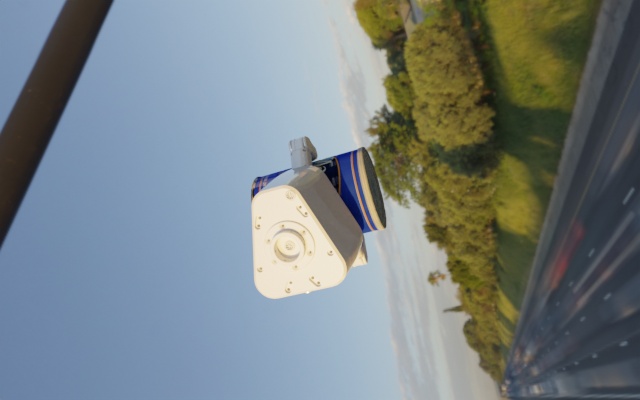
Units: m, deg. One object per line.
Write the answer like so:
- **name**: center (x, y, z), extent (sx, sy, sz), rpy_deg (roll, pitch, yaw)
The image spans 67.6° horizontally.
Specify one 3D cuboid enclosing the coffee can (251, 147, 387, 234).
- **coffee can**: center (0.000, 0.002, 0.589), extent (0.140, 0.103, 0.103), rpy_deg (-15, -4, 14)
